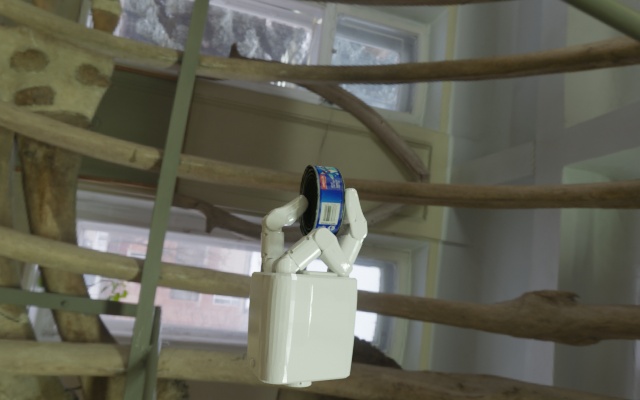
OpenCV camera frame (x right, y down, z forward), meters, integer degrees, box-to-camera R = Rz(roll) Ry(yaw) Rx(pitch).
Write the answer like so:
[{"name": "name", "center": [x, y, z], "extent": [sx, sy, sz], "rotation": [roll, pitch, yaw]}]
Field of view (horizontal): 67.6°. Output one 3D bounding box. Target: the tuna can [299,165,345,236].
[{"name": "tuna can", "center": [0.001, 0.002, 0.564], "extent": [0.034, 0.086, 0.086], "rotation": [3, -1, -16]}]
